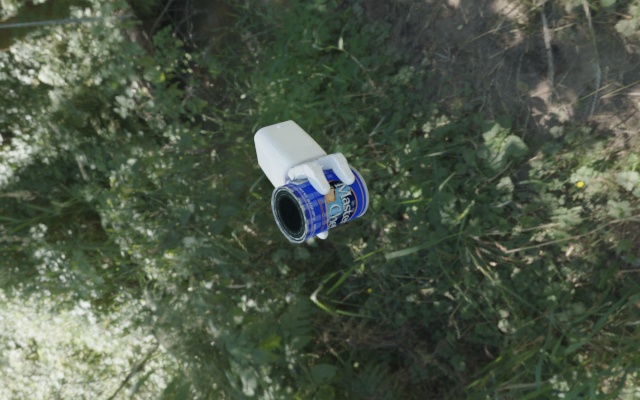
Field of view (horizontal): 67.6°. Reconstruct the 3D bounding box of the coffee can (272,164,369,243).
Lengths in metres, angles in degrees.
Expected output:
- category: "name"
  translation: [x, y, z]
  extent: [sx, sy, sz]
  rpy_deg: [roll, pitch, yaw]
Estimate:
- category: "coffee can"
  translation: [0.000, 0.003, 0.842]
  extent: [0.140, 0.103, 0.103]
  rpy_deg: [-22, 12, -33]
